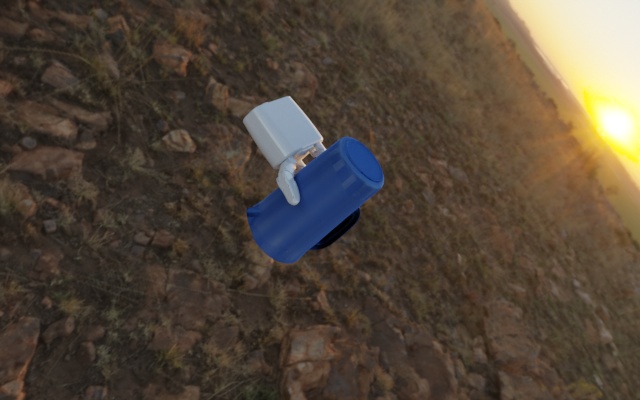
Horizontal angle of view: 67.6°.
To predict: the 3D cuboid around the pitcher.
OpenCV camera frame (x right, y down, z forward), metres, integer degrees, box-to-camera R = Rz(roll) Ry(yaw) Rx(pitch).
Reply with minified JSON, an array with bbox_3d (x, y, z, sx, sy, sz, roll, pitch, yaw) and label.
[{"bbox_3d":[0.000,0.003,0.858,0.243,0.145,0.149,-39,-6,30],"label":"pitcher"}]
